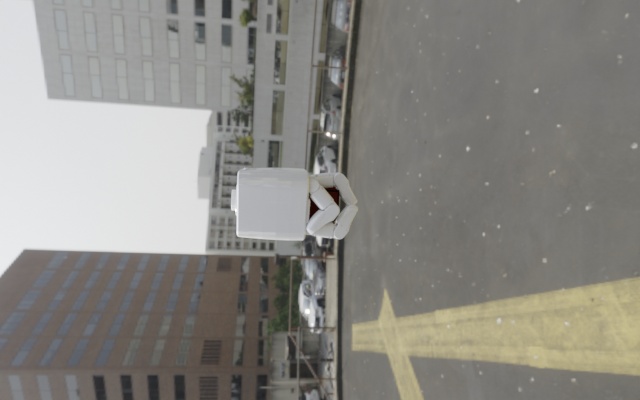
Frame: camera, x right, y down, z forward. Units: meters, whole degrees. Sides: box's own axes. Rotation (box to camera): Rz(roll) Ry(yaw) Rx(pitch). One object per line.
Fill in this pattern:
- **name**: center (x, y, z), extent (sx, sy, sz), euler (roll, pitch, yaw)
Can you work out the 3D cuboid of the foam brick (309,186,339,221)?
- **foam brick**: center (0.000, 0.003, 0.800), extent (0.051, 0.053, 0.078), euler (1, 7, -7)
